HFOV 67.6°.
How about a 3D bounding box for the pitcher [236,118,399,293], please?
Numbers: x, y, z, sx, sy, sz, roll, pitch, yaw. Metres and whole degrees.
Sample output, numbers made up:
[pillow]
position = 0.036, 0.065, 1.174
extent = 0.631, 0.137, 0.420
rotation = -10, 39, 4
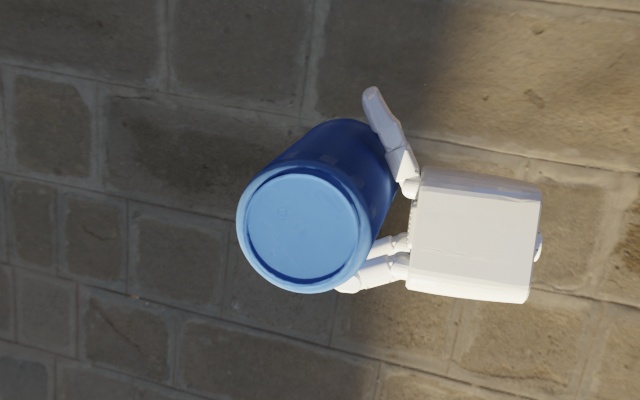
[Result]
[pitcher]
position = 0.000, 0.002, 0.472
extent = 0.145, 0.149, 0.242
rotation = 7, 15, 10
